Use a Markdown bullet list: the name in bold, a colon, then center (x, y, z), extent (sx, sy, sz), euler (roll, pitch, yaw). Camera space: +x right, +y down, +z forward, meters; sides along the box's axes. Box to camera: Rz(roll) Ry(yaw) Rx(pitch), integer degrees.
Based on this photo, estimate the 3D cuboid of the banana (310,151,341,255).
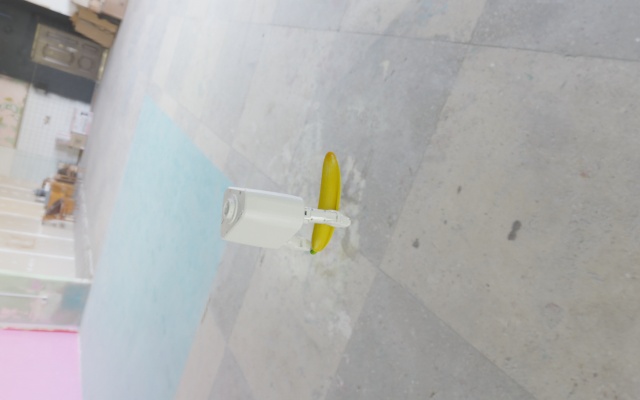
- **banana**: center (0.008, 0.009, 0.865), extent (0.037, 0.198, 0.069), euler (9, 6, -29)
